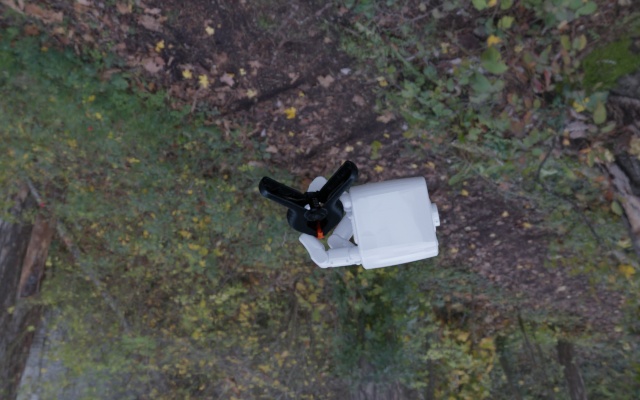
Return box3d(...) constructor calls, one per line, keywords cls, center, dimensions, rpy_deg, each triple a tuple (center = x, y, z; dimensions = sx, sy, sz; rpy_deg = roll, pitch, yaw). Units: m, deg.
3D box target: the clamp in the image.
box3d(cls="clamp", center=(0.000, 0.003, 0.631), dimensions=(0.120, 0.039, 0.171), rpy_deg=(-10, -25, 10))
